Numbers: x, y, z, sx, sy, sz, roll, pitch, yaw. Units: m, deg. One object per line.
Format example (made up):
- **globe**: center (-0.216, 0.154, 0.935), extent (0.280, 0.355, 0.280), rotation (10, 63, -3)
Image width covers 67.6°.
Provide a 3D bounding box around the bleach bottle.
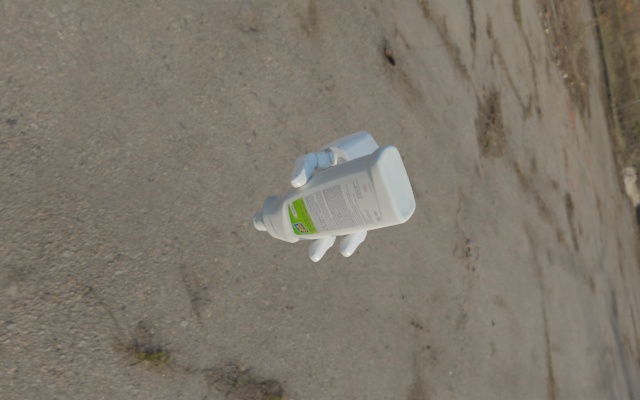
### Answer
- **bleach bottle**: center (0.000, 0.002, 0.671), extent (0.251, 0.102, 0.068), rotation (-13, 14, 36)
